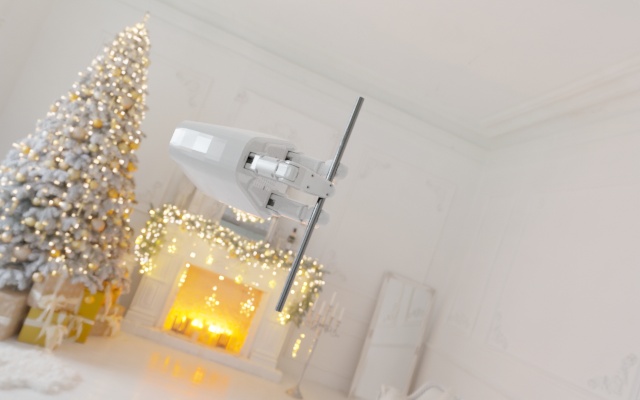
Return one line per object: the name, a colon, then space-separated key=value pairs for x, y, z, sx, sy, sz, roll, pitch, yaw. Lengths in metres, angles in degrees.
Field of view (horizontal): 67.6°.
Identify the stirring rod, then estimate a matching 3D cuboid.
stirring rod: x=0.000 y=0.002 z=0.500 sx=0.011 sy=0.239 sz=0.011 roll=21 pitch=-6 yaw=2
